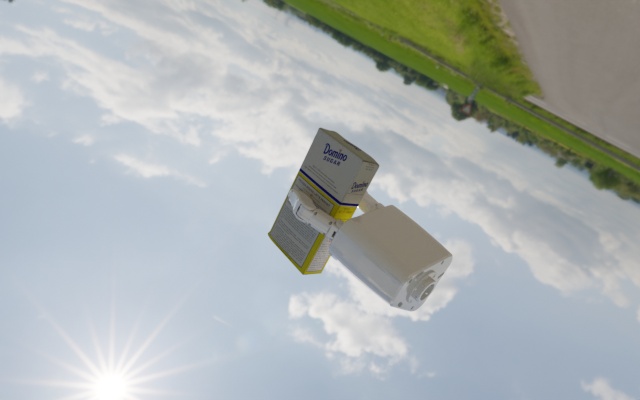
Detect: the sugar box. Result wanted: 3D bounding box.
[{"bbox_3d":[0.001,0.002,0.643,0.048,0.176,0.093,8,27,-49],"label":"sugar box"}]
